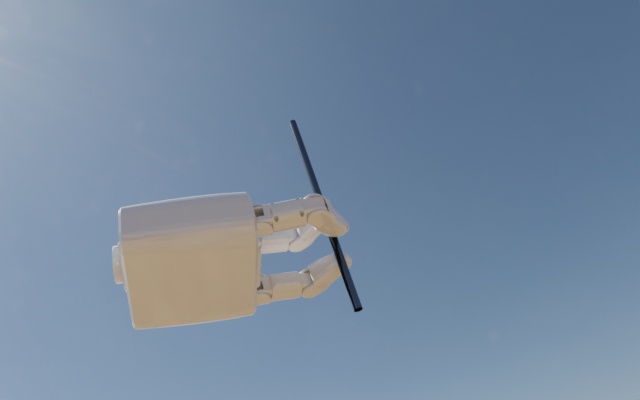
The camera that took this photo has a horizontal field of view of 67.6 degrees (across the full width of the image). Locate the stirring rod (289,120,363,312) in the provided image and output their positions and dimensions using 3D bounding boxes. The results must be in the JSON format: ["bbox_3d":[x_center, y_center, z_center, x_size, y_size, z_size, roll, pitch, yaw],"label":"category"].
[{"bbox_3d":[0.000,0.002,0.476,0.011,0.239,0.011,-12,-37,-9],"label":"stirring rod"}]
